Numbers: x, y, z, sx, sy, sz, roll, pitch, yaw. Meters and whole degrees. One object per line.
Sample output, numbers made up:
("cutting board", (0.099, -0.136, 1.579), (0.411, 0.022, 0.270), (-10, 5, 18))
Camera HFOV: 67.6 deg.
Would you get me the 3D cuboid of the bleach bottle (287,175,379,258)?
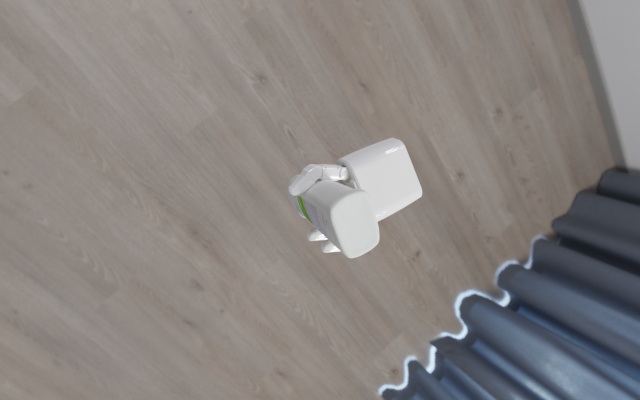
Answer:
("bleach bottle", (0.000, 0.003, 0.776), (0.068, 0.103, 0.250), (-26, 25, -16))
